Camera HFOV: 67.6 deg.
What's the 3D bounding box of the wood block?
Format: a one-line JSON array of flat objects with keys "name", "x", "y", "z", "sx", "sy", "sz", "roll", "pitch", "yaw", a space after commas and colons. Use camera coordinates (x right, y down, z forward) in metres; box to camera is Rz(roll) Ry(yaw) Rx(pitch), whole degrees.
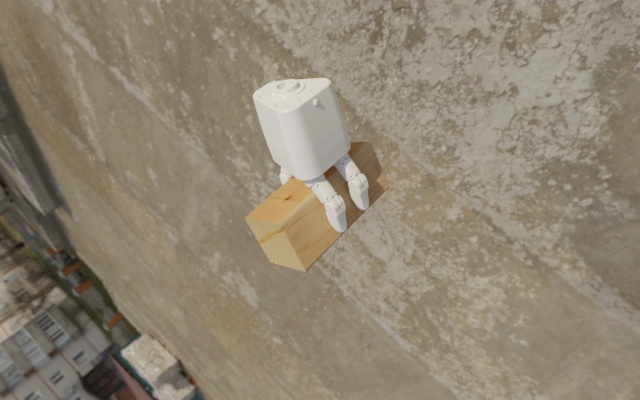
[{"name": "wood block", "x": 0.000, "y": 0.002, "z": 0.731, "sx": 0.091, "sy": 0.090, "sz": 0.206, "roll": 6, "pitch": 41, "yaw": 49}]
